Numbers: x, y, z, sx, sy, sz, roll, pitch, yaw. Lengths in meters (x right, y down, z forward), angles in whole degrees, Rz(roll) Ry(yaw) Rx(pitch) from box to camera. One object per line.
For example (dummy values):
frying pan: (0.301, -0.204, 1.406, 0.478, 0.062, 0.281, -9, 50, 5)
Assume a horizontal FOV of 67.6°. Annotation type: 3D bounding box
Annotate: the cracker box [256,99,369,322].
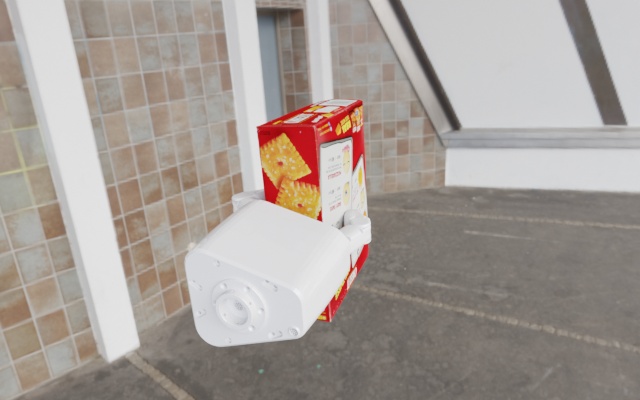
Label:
cracker box: (0.000, 0.002, 0.553, 0.072, 0.214, 0.164, 4, 21, 20)
